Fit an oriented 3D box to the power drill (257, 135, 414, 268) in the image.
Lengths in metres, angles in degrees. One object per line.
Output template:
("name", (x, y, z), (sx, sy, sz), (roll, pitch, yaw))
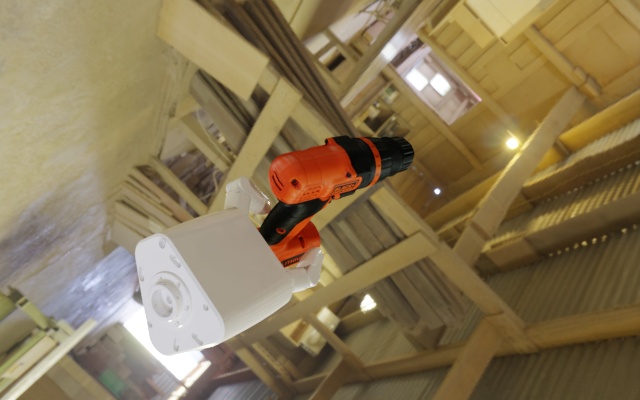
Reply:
("power drill", (0.000, 0.002, 0.529), (0.184, 0.057, 0.188), (-13, -29, -39))
